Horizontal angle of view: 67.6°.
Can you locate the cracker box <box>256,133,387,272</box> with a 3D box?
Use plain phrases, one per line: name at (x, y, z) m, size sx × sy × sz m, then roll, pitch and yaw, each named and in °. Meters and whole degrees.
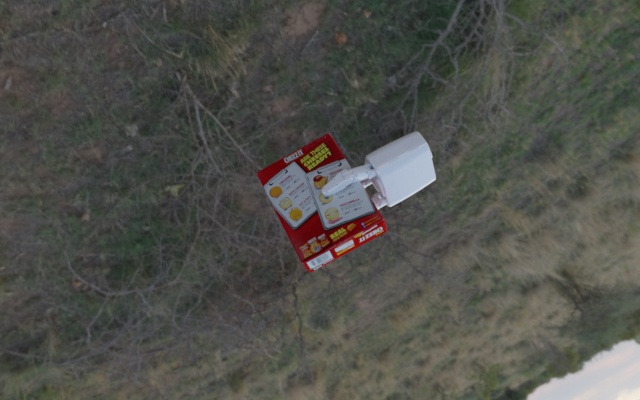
cracker box at (0.000, 0.003, 0.890) m, size 0.164 × 0.213 × 0.072 m, roll -29°, pitch -28°, yaw -2°
